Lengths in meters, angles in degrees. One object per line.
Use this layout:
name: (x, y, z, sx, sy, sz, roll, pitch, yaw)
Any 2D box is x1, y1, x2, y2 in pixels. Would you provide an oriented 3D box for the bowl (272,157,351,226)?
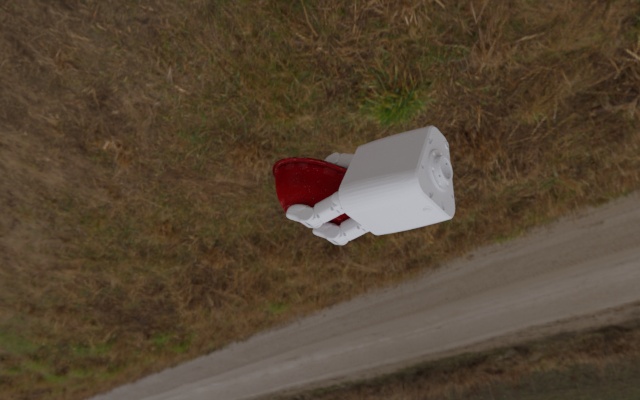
bowl: (-0.001, 0.003, 0.677, 0.162, 0.055, 0.162, 16, -20, 6)
